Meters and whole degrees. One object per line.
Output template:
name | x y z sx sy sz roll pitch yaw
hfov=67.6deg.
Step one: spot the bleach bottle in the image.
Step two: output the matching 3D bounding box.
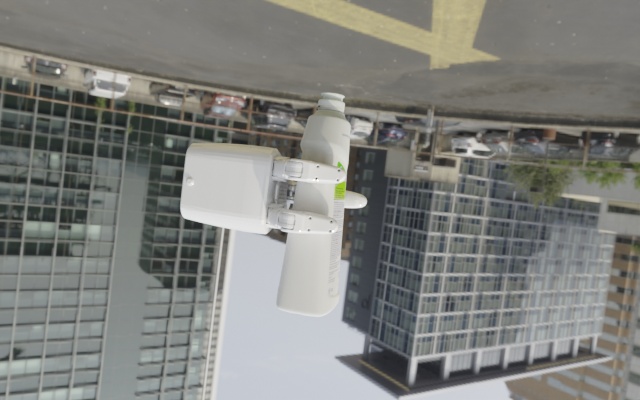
bleach bottle | 0.000 0.002 0.567 0.068 0.251 0.102 8 2 11
